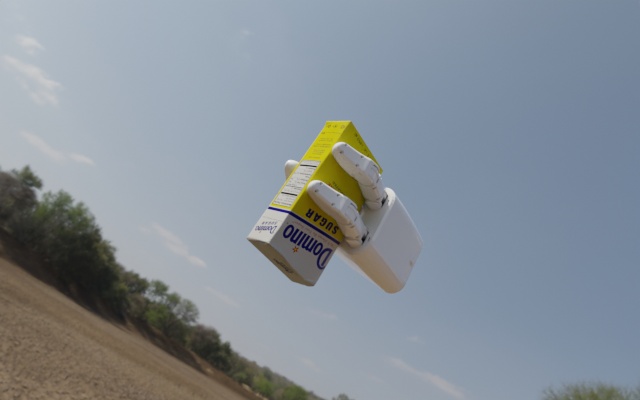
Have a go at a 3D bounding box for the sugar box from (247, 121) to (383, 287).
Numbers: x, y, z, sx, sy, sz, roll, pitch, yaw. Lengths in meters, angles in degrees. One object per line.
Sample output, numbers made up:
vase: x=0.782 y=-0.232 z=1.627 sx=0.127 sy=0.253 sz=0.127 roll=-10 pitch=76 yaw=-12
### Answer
sugar box: x=0.001 y=0.002 z=0.552 sx=0.048 sy=0.176 sz=0.093 roll=7 pitch=-32 yaw=43
